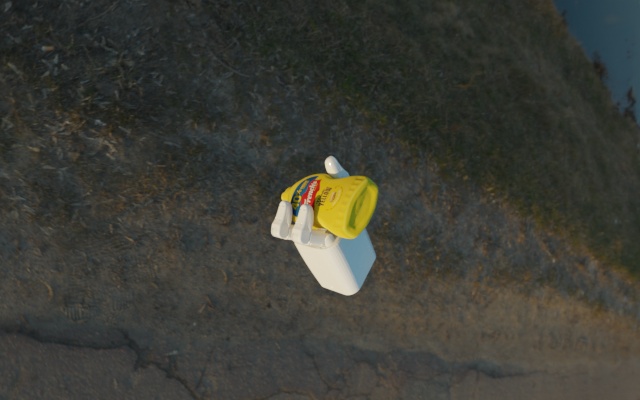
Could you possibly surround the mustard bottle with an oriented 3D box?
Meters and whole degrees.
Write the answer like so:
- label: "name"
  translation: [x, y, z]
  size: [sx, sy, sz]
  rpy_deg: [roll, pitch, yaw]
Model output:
- label: "mustard bottle"
  translation: [0.000, 0.002, 0.776]
  size: [0.191, 0.096, 0.058]
  rpy_deg: [8, -22, 49]
